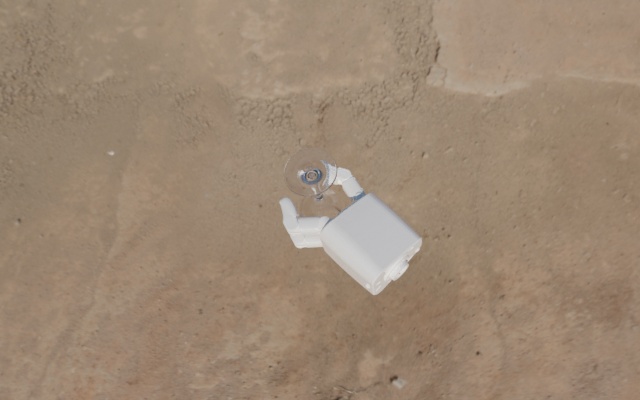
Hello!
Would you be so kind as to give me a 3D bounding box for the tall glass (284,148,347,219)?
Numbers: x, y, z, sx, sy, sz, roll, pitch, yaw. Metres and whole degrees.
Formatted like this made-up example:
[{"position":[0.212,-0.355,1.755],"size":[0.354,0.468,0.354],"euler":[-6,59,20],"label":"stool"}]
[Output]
[{"position":[0.000,0.002,0.739],"size":[0.079,0.079,0.201],"euler":[0,-25,9],"label":"tall glass"}]
